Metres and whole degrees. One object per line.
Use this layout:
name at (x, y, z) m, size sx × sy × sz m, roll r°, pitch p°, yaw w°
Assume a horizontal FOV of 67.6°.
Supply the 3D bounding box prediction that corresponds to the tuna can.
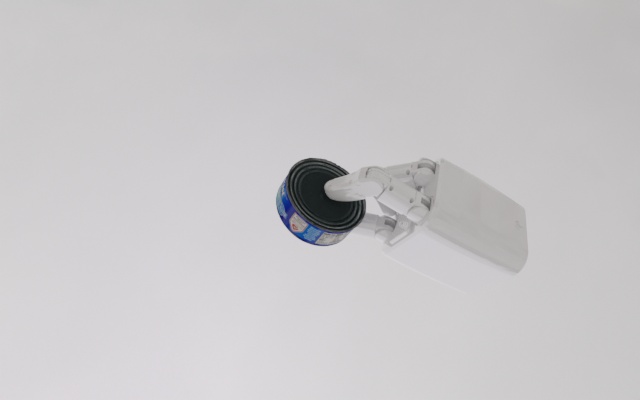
tuna can at (0.000, 0.002, 0.472) m, size 0.086 × 0.086 × 0.034 m, roll 0°, pitch -33°, yaw -31°
